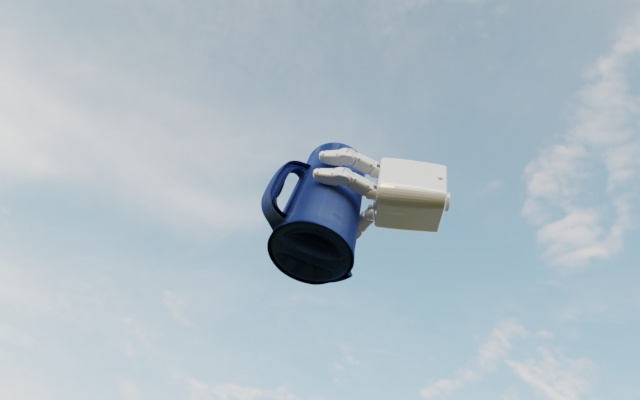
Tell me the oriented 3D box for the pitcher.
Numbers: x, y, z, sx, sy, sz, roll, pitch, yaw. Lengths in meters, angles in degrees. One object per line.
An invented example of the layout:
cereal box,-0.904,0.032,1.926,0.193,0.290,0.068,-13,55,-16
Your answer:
pitcher,0.000,0.003,0.790,0.145,0.149,0.242,6,41,9
